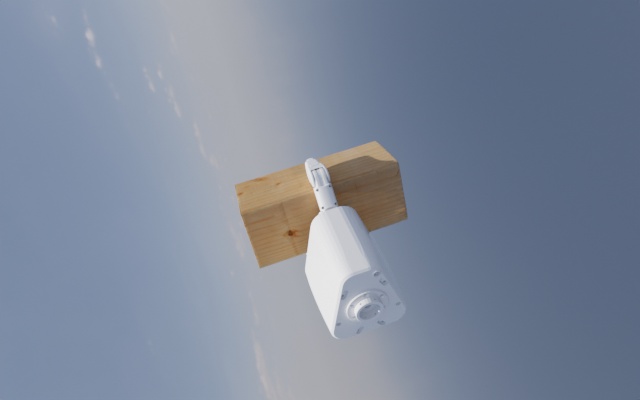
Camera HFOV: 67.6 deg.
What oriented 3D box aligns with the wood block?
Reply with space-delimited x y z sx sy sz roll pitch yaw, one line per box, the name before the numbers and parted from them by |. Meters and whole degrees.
wood block | 0.000 0.002 0.642 0.206 0.091 0.090 -18 28 -6
